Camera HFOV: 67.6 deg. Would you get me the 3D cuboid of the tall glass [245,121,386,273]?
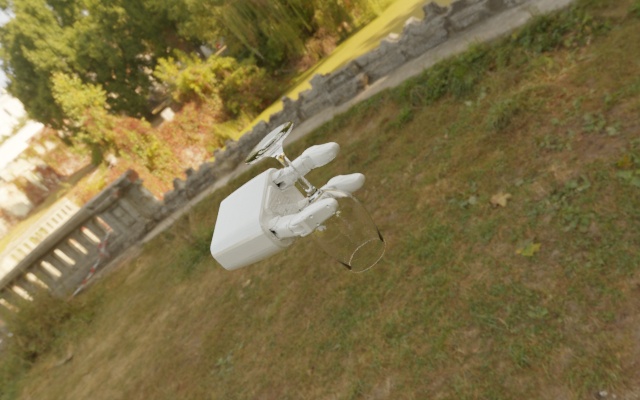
[{"bbox_3d":[0.000,0.001,0.595,0.079,0.201,0.079,-35,22,16],"label":"tall glass"}]
